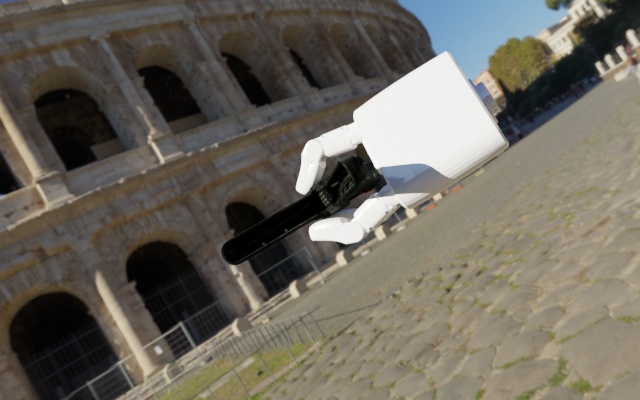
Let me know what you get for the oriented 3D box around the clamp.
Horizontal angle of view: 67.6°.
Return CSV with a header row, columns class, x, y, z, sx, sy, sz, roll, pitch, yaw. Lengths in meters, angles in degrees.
class,x,y,z,sx,sy,sz,roll,pitch,yaw
clamp,0.000,0.001,0.494,0.164,0.036,0.210,-33,-4,21
